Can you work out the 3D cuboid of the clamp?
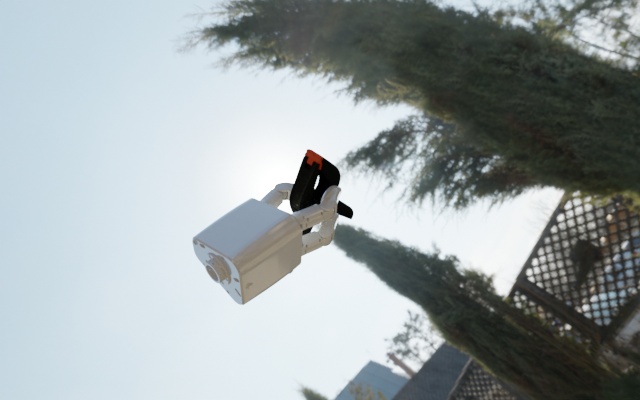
[{"bbox_3d":[-0.001,0.002,0.726,0.036,0.210,0.164,34,51,27],"label":"clamp"}]
